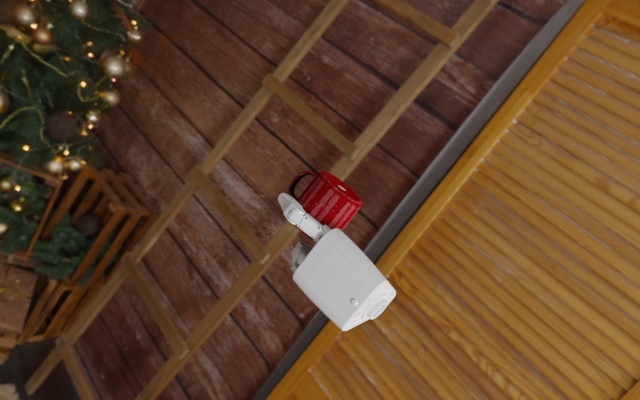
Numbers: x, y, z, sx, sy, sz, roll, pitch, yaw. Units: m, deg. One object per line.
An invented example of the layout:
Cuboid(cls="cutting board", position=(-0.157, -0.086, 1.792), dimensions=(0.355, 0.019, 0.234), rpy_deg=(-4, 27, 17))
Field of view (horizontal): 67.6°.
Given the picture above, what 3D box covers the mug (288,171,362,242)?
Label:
Cuboid(cls="mug", position=(-0.001, 0.001, 0.723), dimensions=(0.117, 0.081, 0.093), rpy_deg=(44, 14, 25))
